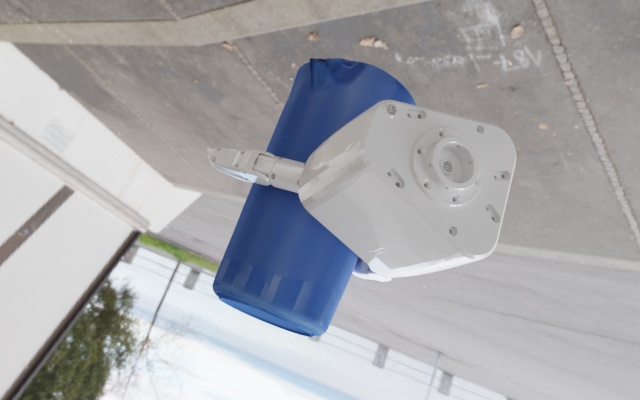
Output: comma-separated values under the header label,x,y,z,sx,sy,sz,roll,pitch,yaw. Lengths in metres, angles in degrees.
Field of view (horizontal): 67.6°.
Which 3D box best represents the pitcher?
label,x,y,z,sx,sy,sz,roll,pitch,yaw
pitcher,0.000,0.001,0.462,0.149,0.242,0.145,27,-21,-13
